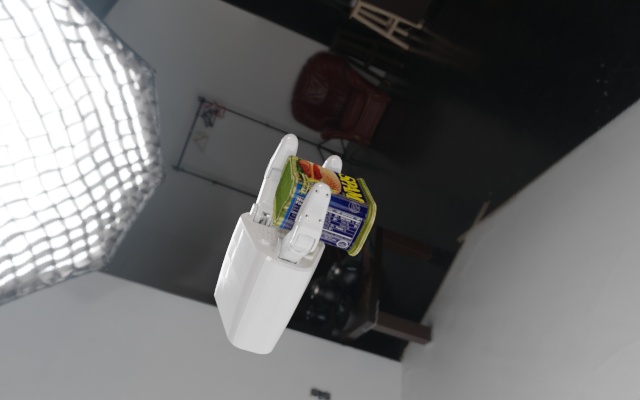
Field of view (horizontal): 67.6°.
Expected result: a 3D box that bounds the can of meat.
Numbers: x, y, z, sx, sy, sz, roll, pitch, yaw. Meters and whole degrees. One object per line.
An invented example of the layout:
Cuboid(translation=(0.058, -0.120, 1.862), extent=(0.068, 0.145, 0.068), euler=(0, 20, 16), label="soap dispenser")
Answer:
Cuboid(translation=(0.000, 0.001, 0.478), extent=(0.084, 0.057, 0.102), euler=(20, 20, -13), label="can of meat")
